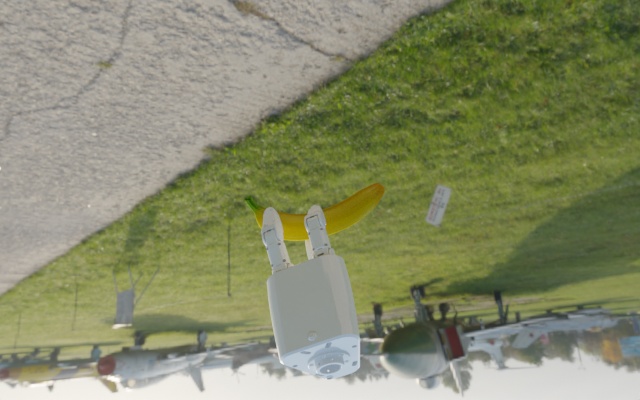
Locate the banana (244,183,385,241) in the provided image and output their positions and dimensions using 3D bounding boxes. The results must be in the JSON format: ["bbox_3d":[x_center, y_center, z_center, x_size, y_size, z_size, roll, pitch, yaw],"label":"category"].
[{"bbox_3d":[-0.003,0.020,0.666,0.198,0.070,0.037,-6,23,-12],"label":"banana"}]
